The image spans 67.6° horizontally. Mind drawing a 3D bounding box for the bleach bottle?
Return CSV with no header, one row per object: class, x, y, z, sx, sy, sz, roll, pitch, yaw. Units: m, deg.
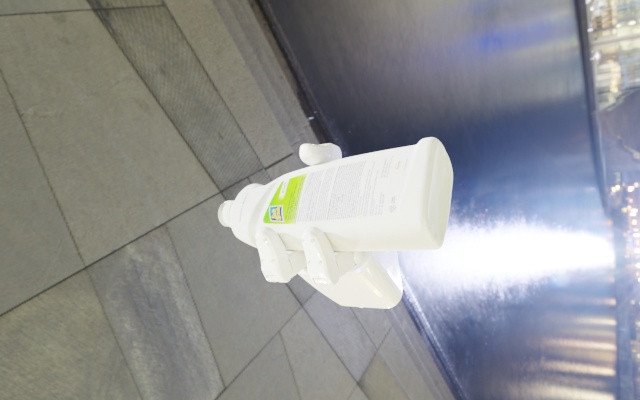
bleach bottle,0.000,0.002,0.489,0.251,0.102,0.068,-4,-34,32
